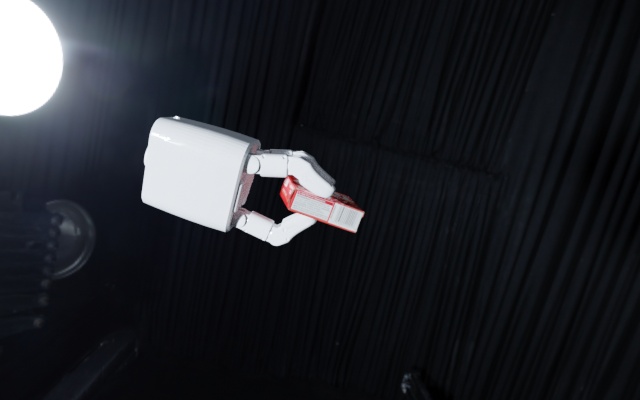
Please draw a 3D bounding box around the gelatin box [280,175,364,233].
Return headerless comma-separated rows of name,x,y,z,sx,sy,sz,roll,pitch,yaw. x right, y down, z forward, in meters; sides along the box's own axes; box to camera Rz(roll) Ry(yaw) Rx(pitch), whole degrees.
gelatin box,0.000,0.002,0.569,0.089,0.030,0.073,20,10,-15
